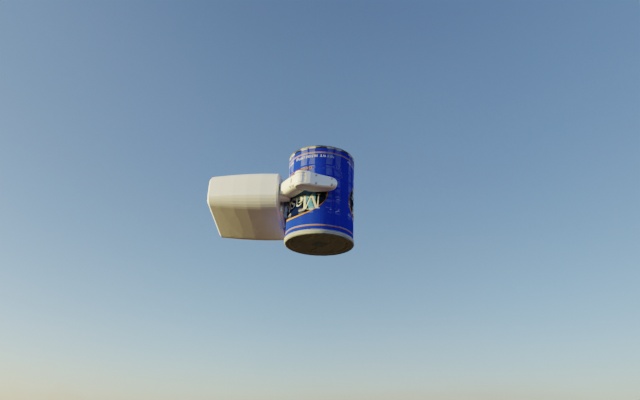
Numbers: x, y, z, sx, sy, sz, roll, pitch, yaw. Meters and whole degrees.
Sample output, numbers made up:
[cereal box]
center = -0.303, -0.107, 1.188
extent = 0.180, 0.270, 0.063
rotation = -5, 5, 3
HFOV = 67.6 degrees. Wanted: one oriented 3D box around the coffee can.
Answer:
[coffee can]
center = 0.000, 0.002, 0.727
extent = 0.103, 0.140, 0.103
rotation = 2, -24, 1
